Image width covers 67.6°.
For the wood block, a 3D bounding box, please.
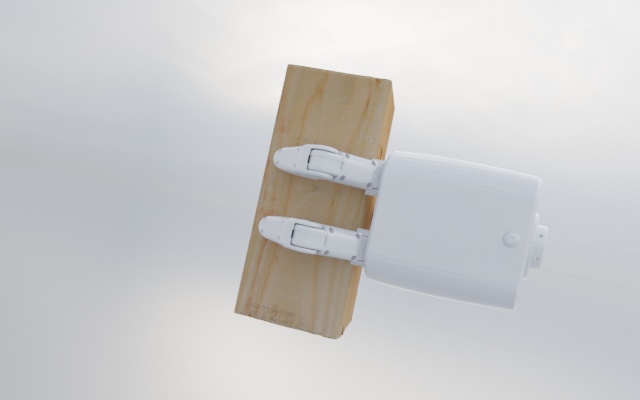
[{"bbox_3d":[0.001,0.001,0.419,0.090,0.206,0.091,12,-2,11],"label":"wood block"}]
